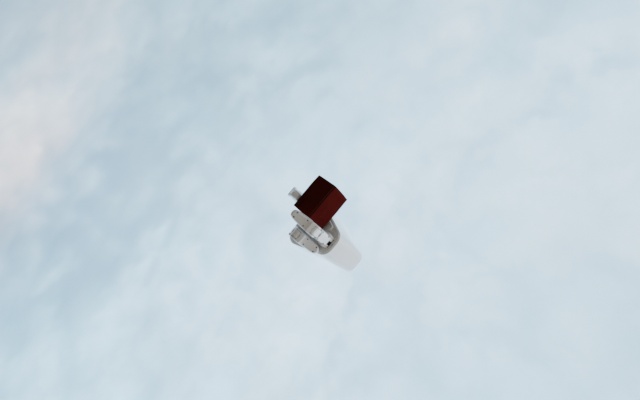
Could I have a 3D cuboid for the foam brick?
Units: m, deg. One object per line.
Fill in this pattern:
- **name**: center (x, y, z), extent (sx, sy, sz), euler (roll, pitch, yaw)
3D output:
- **foam brick**: center (0.000, 0.003, 0.896), extent (0.053, 0.078, 0.051), euler (39, -2, 44)
